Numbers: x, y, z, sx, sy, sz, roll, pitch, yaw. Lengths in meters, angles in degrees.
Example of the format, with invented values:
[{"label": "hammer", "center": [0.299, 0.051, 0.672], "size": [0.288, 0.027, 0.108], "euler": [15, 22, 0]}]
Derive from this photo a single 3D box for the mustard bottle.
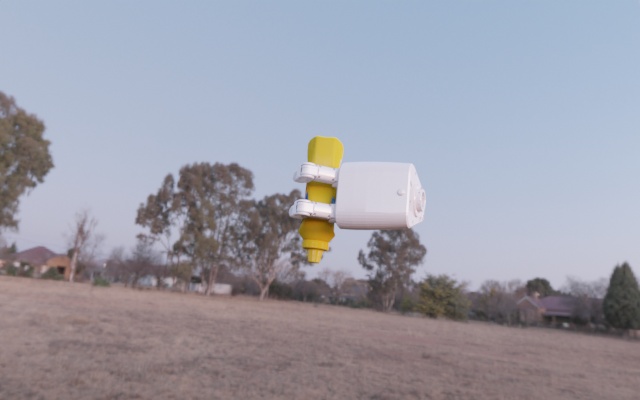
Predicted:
[{"label": "mustard bottle", "center": [0.000, 0.002, 0.752], "size": [0.058, 0.191, 0.096], "euler": [6, -12, 0]}]
